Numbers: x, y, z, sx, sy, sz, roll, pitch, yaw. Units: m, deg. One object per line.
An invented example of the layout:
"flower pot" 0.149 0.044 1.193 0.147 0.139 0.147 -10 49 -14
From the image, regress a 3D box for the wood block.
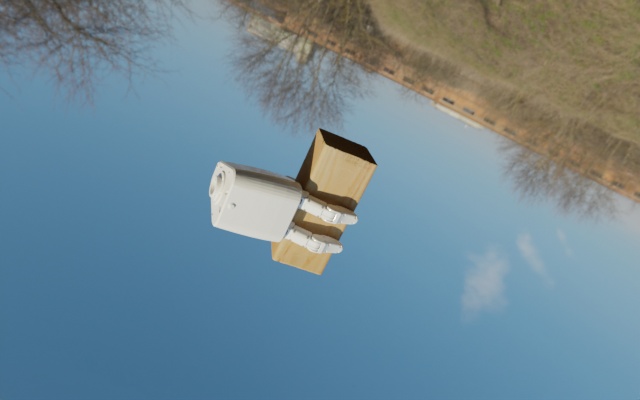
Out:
"wood block" 0.000 0.002 0.770 0.090 0.206 0.090 20 21 -16
